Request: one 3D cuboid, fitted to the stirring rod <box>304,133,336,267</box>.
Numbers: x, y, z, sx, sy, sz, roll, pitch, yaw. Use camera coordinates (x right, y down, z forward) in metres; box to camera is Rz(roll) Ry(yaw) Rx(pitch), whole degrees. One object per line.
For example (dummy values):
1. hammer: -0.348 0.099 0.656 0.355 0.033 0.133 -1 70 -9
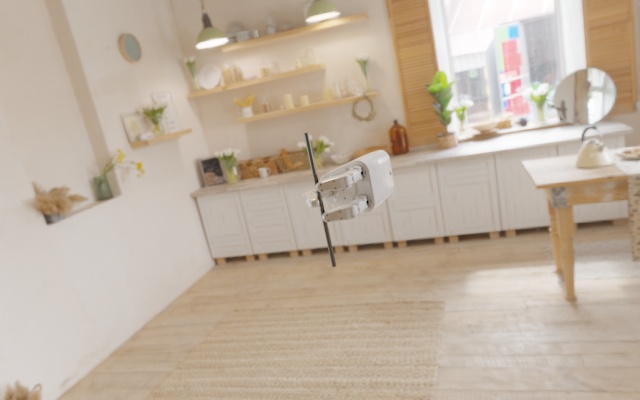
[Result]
1. stirring rod: 0.000 0.003 0.821 0.011 0.239 0.011 -11 14 3
